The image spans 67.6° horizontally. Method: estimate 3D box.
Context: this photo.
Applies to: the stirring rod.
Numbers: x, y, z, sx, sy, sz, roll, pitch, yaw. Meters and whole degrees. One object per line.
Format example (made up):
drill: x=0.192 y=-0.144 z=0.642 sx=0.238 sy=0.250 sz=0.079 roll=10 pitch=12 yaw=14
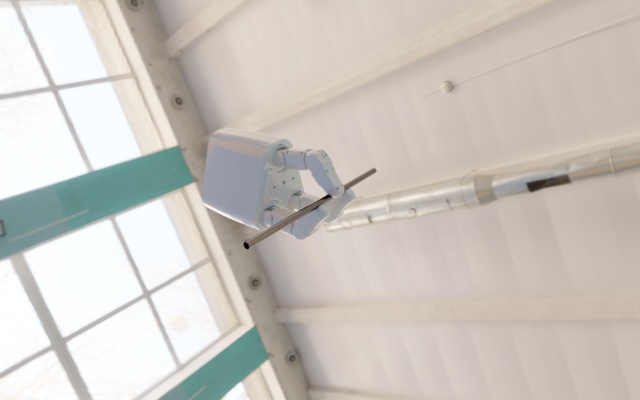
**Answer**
stirring rod: x=0.000 y=0.002 z=0.542 sx=0.011 sy=0.011 sz=0.239 roll=0 pitch=20 yaw=39
